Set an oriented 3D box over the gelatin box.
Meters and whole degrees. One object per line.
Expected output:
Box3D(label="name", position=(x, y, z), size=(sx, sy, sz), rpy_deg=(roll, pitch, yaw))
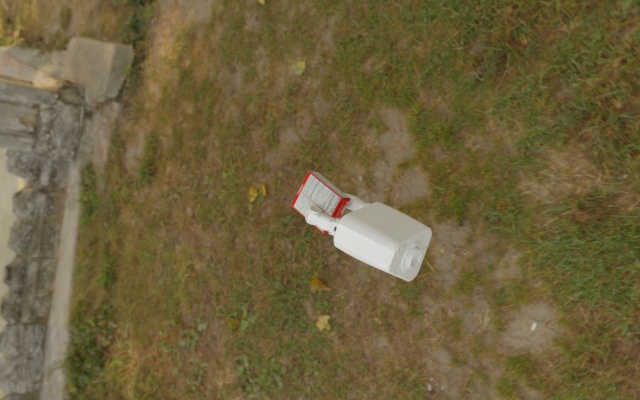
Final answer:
Box3D(label="gelatin box", position=(0.000, 0.003, 0.826), size=(0.089, 0.073, 0.030), rpy_deg=(39, 23, 29))
